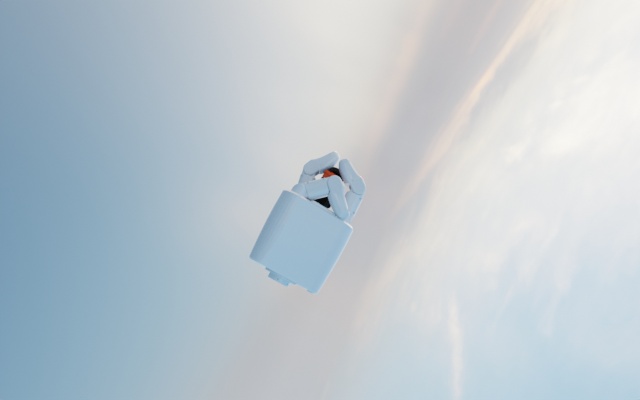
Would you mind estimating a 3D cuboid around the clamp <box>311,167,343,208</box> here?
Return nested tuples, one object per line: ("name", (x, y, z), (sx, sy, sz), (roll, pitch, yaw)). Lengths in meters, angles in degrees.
("clamp", (0.001, 0.003, 0.756), (0.039, 0.120, 0.171), (27, -11, 6))
